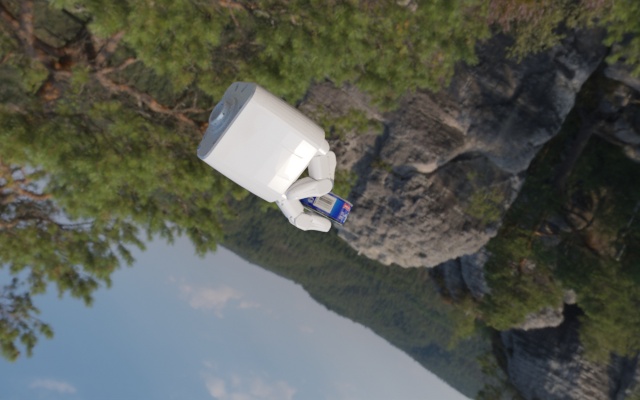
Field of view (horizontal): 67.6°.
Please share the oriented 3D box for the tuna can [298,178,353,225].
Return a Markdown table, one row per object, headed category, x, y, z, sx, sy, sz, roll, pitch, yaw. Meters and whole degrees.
| category | x | y | z | sx | sy | sz | roll | pitch | yaw |
| --- | --- | --- | --- | --- | --- | --- | --- | --- | --- |
| tuna can | 0.000 | 0.003 | 0.670 | 0.086 | 0.034 | 0.086 | 26 | -4 | 2 |
